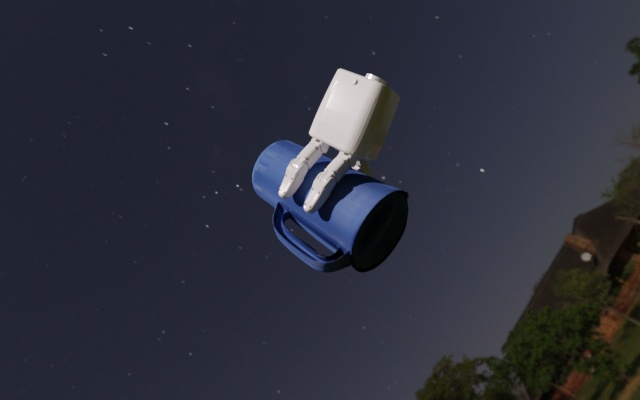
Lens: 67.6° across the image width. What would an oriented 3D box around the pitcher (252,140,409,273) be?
[{"bbox_3d":[0.000,0.002,0.738,0.242,0.145,0.149,31,13,34],"label":"pitcher"}]
